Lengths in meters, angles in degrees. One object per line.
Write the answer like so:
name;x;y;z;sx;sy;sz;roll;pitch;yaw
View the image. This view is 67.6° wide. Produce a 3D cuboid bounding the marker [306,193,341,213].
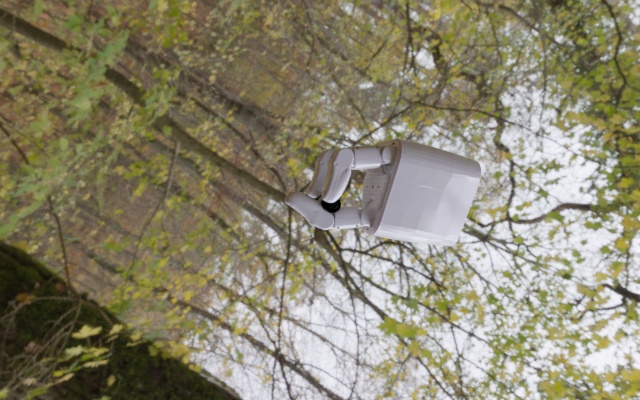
marker;0.000;0.002;0.570;0.020;0.020;0.121;0;2;-14
